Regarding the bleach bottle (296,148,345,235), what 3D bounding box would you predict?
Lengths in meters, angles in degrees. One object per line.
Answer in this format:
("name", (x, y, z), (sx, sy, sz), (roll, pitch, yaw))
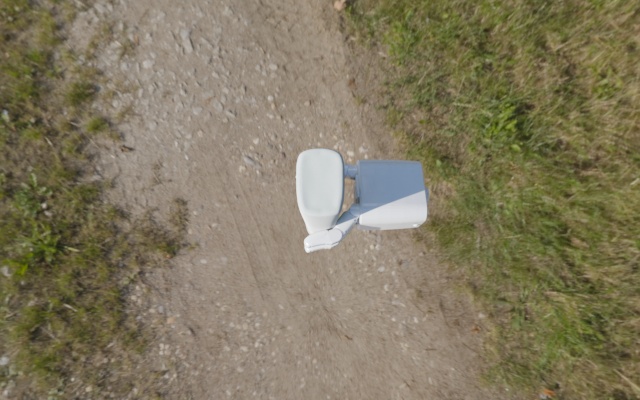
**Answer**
("bleach bottle", (0.000, 0.003, 0.777), (0.068, 0.102, 0.251), (0, -12, 0))
